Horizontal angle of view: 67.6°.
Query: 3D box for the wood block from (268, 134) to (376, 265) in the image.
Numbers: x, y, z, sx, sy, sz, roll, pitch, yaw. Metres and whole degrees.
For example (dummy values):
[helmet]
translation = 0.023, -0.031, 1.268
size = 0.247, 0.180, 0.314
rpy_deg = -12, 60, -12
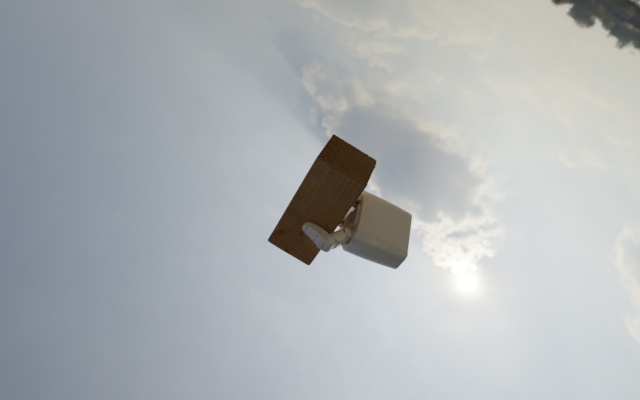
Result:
[wood block]
translation = 0.000, 0.003, 0.822
size = 0.090, 0.206, 0.090
rpy_deg = 32, 37, -2
